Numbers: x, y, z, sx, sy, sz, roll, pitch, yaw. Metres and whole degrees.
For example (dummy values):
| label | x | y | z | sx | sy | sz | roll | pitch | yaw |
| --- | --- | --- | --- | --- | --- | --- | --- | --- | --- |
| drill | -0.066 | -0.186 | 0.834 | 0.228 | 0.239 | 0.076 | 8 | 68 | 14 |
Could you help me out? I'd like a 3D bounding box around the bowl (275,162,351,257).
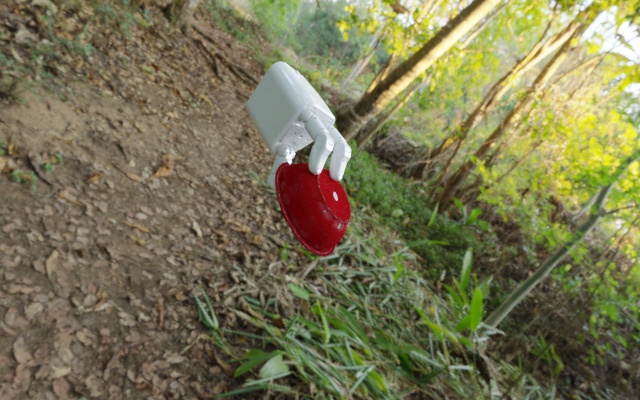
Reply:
| label | x | y | z | sx | sy | sz | roll | pitch | yaw |
| --- | --- | --- | --- | --- | --- | --- | --- | --- | --- |
| bowl | 0.001 | 0.003 | 0.738 | 0.055 | 0.162 | 0.162 | -26 | -11 | 24 |
